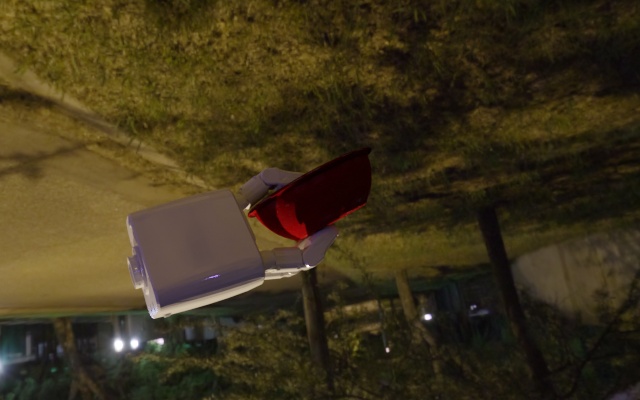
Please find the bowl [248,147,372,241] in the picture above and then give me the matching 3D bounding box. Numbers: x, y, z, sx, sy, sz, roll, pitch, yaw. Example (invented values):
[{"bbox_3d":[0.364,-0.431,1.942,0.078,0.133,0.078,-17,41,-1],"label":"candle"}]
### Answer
[{"bbox_3d":[0.001,0.002,0.550,0.162,0.055,0.162,-29,-4,-2],"label":"bowl"}]
